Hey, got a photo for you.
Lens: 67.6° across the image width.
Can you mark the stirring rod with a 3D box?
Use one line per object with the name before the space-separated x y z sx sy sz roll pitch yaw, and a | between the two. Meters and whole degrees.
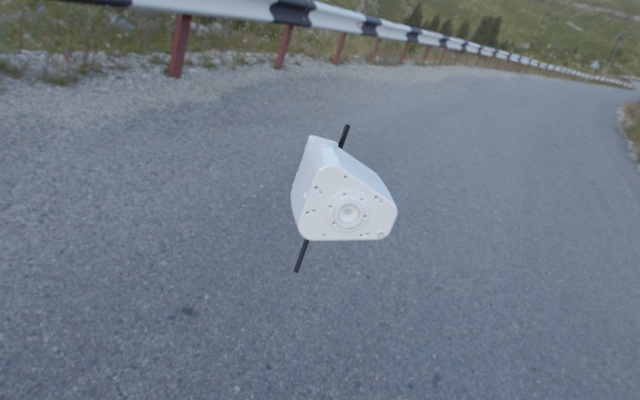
stirring rod | 0.000 0.002 0.707 0.011 0.239 0.011 18 17 -6
